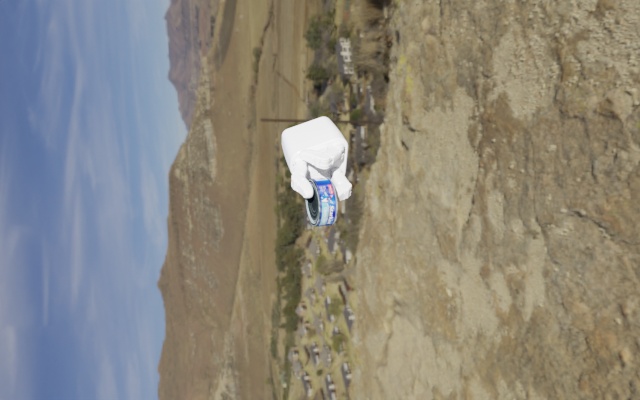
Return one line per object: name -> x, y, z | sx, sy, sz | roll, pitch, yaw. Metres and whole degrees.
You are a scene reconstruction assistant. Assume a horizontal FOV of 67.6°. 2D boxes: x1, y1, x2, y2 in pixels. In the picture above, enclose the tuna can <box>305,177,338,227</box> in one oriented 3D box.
tuna can -> 0.000, 0.003, 0.840 | 0.034, 0.086, 0.086 | -6, 2, -18
